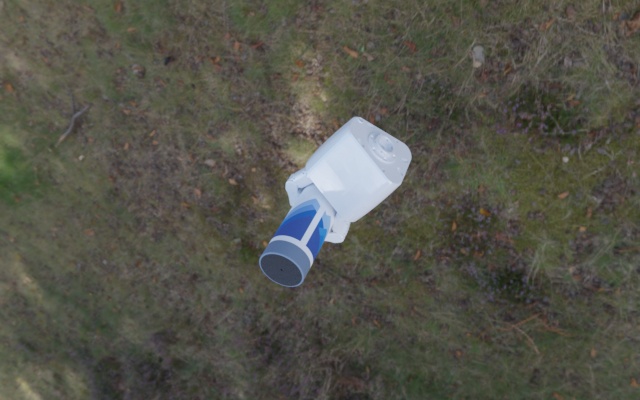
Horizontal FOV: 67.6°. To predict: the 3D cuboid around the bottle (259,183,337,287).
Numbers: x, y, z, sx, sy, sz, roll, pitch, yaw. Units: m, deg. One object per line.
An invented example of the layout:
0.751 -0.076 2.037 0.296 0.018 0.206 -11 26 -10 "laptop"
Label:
0.000 0.003 0.745 0.069 0.069 0.295 0 39 28 "bottle"
